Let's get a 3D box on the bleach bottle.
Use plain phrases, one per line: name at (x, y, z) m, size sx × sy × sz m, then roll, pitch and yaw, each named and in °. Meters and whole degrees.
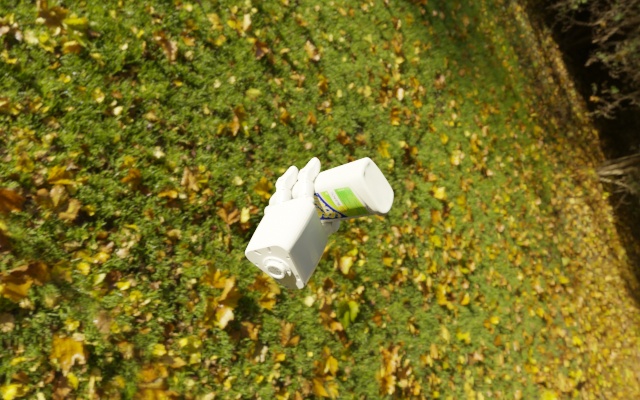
bleach bottle at (0.000, 0.003, 0.868) m, size 0.251 × 0.103 × 0.068 m, roll -17°, pitch 32°, yaw 38°
